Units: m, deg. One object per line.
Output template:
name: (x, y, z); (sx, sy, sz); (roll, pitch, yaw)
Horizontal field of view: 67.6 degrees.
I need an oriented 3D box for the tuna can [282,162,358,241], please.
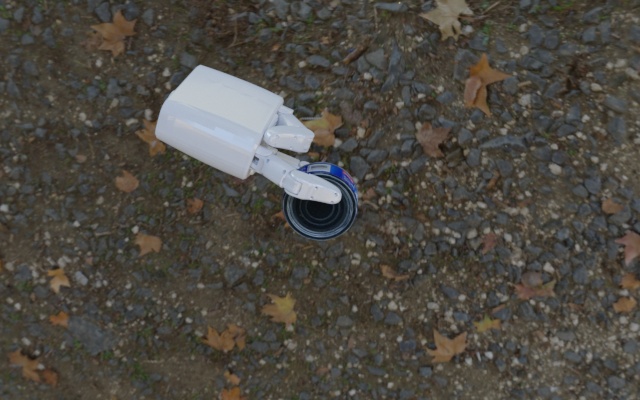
tuna can: (0.000, 0.002, 0.541); (0.086, 0.086, 0.033); (0, 25, 4)
